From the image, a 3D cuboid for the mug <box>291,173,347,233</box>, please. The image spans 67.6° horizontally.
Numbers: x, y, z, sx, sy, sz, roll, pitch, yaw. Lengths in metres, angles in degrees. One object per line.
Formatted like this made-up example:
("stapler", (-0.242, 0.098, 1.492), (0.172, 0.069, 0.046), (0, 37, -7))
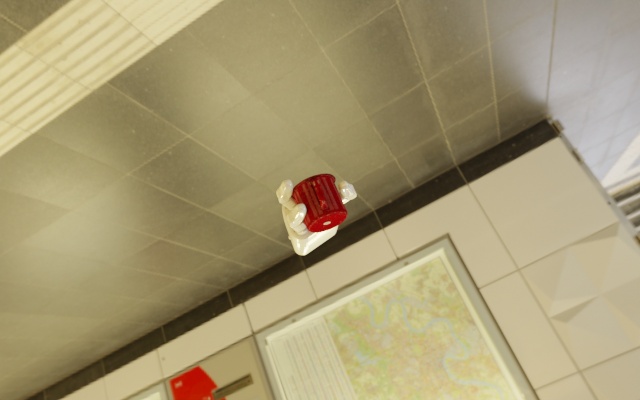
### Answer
("mug", (0.000, 0.002, 0.890), (0.093, 0.081, 0.117), (-20, -24, -9))
